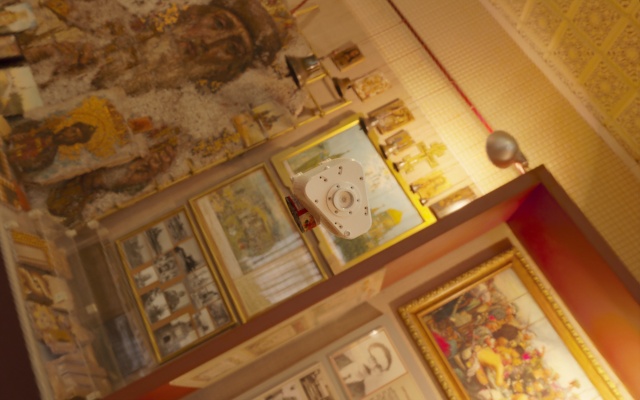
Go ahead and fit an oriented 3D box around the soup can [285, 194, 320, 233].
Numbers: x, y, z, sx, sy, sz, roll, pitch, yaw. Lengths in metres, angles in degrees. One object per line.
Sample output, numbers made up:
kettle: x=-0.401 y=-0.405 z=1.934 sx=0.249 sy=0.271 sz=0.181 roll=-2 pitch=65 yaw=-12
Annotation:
soup can: x=0.000 y=0.003 z=0.804 sx=0.102 sy=0.068 sz=0.068 roll=-27 pitch=4 yaw=-8
